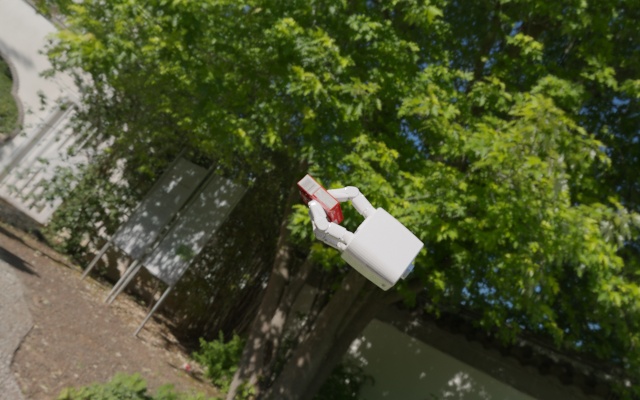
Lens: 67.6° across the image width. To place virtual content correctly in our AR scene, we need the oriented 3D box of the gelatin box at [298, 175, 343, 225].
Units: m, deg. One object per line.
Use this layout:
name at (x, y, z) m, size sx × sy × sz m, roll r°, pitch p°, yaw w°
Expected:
gelatin box at (0.000, 0.002, 0.892) m, size 0.089 × 0.030 × 0.073 m, roll 42°, pitch -14°, yaw 23°
